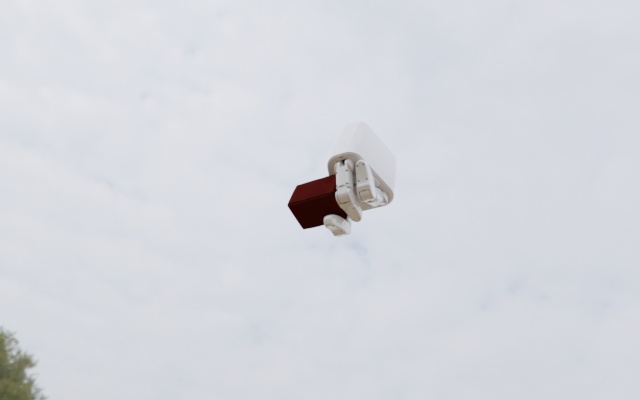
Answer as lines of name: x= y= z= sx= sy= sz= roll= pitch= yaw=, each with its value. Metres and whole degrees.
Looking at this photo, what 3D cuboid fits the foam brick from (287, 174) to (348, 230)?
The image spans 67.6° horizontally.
foam brick: x=0.000 y=0.002 z=0.723 sx=0.078 sy=0.053 sz=0.051 roll=-14 pitch=33 yaw=24
